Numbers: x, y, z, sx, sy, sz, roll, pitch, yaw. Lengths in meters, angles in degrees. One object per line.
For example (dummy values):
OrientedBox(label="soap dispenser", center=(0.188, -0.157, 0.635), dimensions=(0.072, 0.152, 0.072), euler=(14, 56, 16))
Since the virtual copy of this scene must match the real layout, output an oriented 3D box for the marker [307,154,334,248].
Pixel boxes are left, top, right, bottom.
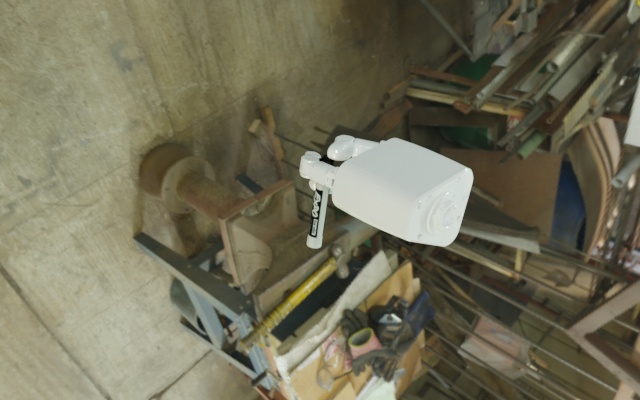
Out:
OrientedBox(label="marker", center=(0.000, 0.002, 0.590), dimensions=(0.020, 0.121, 0.020), euler=(8, 22, -3))
